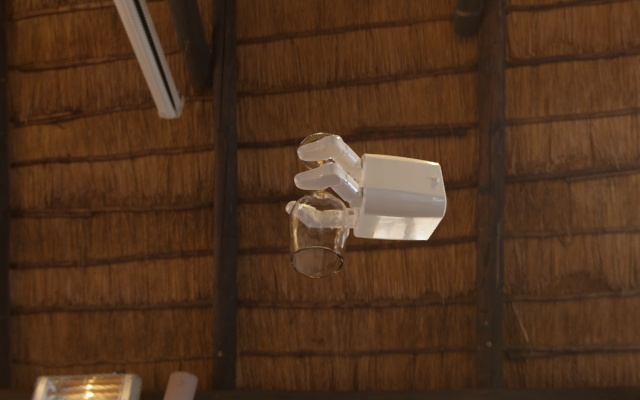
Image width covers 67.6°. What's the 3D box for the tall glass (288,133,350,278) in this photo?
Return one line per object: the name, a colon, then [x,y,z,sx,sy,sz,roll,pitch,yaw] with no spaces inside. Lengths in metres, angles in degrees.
tall glass: [0.000,0.002,0.631,0.079,0.200,0.079,2,-44,2]
